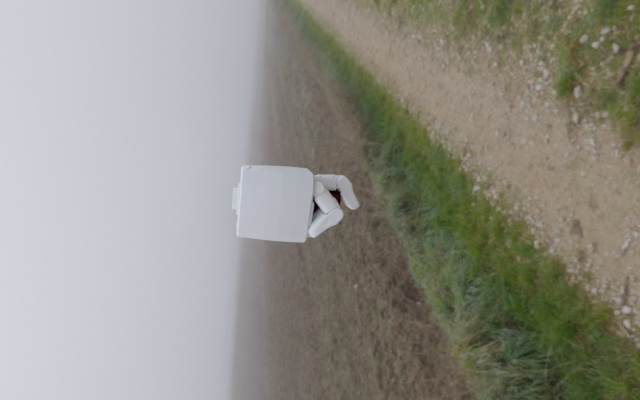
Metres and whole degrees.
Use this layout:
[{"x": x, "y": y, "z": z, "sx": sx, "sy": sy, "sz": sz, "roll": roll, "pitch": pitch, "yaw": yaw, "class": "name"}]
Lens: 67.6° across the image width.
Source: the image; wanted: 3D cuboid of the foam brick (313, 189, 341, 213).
[{"x": 0.000, "y": 0.003, "z": 0.794, "sx": 0.051, "sy": 0.053, "sz": 0.078, "roll": 3, "pitch": 10, "yaw": -10, "class": "foam brick"}]
